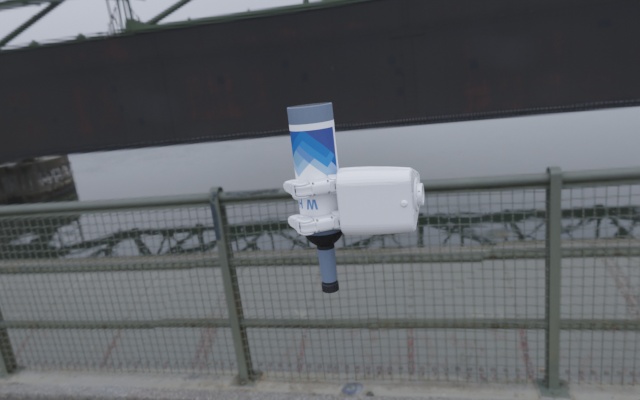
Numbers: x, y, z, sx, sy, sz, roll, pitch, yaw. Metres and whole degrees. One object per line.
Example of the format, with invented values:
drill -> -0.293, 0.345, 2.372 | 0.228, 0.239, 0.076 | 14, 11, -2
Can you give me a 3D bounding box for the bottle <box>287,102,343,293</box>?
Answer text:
bottle -> 0.000, 0.002, 0.734 | 0.069, 0.296, 0.069 | -6, 14, 2
